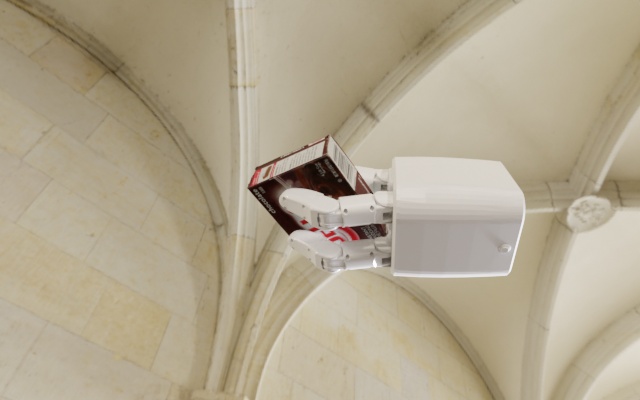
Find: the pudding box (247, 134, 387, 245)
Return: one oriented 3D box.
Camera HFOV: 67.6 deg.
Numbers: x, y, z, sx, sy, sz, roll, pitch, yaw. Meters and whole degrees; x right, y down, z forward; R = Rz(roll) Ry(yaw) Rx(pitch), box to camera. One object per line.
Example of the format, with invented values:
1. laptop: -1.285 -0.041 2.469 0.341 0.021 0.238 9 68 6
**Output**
1. pudding box: 0.000 0.001 0.461 0.090 0.113 0.039 -21 33 26
